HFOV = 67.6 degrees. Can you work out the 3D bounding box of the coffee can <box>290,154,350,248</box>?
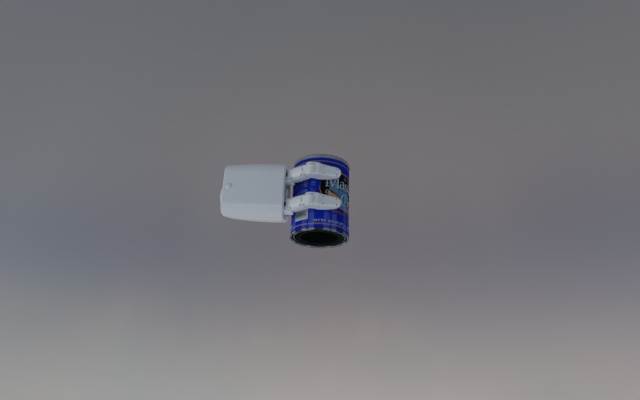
[{"bbox_3d":[0.000,0.003,0.847,0.103,0.140,0.103,2,-23,1],"label":"coffee can"}]
